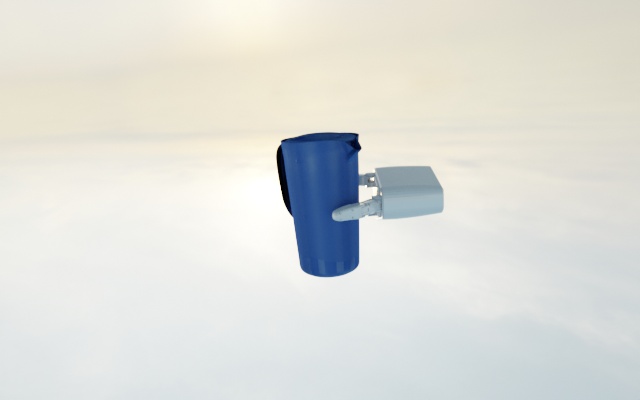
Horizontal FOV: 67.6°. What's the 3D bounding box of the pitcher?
[{"bbox_3d":[0.000,0.003,0.836,0.145,0.243,0.149,-5,13,-3],"label":"pitcher"}]
